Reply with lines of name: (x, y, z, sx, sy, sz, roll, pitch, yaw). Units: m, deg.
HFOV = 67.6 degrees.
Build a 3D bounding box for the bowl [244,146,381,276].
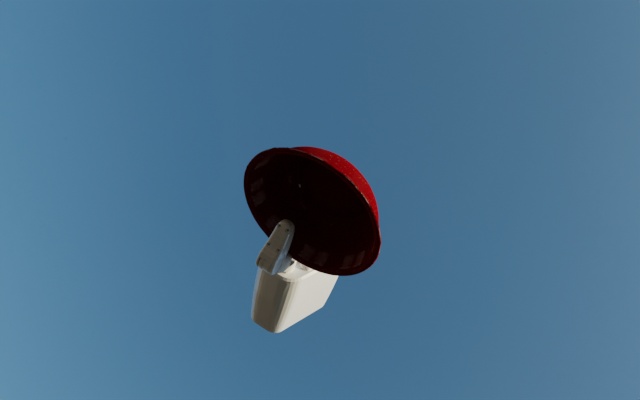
bowl: (0.001, 0.001, 0.498, 0.162, 0.162, 0.055, 0, 36, 39)
